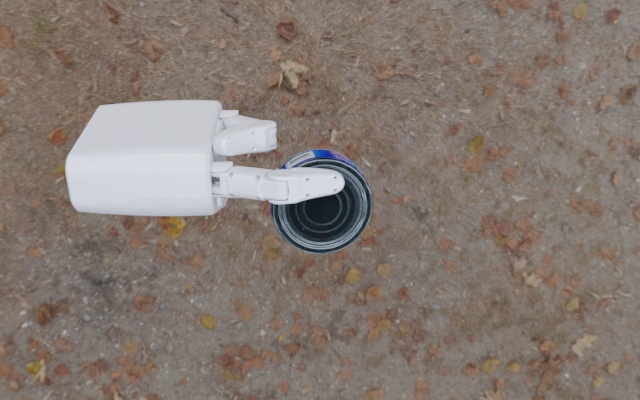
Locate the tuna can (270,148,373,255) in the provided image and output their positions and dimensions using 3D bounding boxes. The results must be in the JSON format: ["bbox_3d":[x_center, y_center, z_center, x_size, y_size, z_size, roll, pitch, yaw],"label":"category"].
[{"bbox_3d":[0.000,0.001,0.403,0.086,0.086,0.033,0,18,-8],"label":"tuna can"}]
